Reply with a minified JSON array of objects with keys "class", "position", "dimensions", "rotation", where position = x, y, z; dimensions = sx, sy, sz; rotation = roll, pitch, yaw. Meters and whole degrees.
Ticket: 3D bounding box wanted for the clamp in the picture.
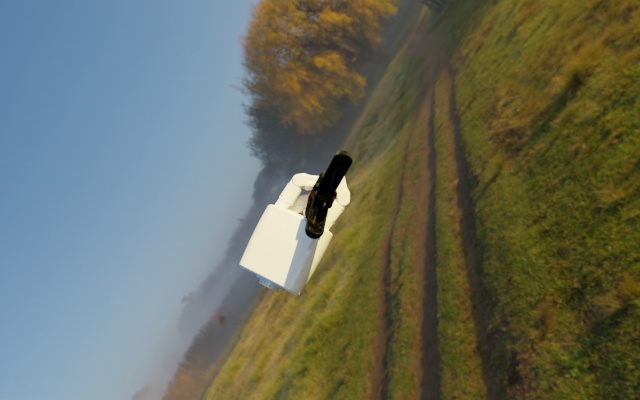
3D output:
[{"class":"clamp","position":[0.000,0.002,0.679],"dimensions":[0.039,0.120,0.171],"rotation":[28,-12,-2]}]
